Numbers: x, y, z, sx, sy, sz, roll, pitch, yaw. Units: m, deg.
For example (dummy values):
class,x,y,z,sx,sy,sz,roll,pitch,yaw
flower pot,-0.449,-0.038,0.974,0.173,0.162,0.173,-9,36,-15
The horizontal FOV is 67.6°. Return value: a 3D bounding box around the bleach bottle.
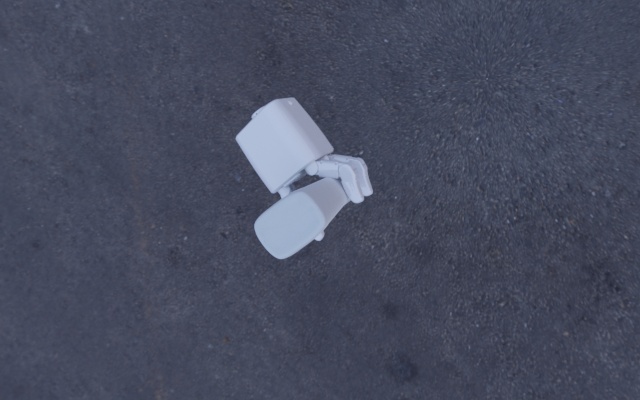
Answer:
class,x,y,z,sx,sy,sz,roll,pitch,yaw
bleach bottle,0.000,0.002,0.722,0.102,0.068,0.250,-36,0,23
